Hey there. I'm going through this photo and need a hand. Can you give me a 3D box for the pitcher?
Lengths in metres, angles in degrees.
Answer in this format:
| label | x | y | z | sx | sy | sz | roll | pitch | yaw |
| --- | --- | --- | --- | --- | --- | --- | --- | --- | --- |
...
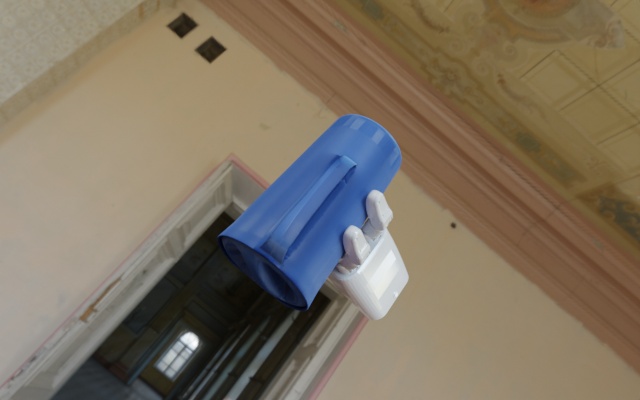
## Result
| label | x | y | z | sx | sy | sz | roll | pitch | yaw |
| --- | --- | --- | --- | --- | --- | --- | --- | --- | --- |
| pitcher | 0.000 | 0.002 | 0.590 | 0.149 | 0.242 | 0.145 | 13 | -35 | 45 |
